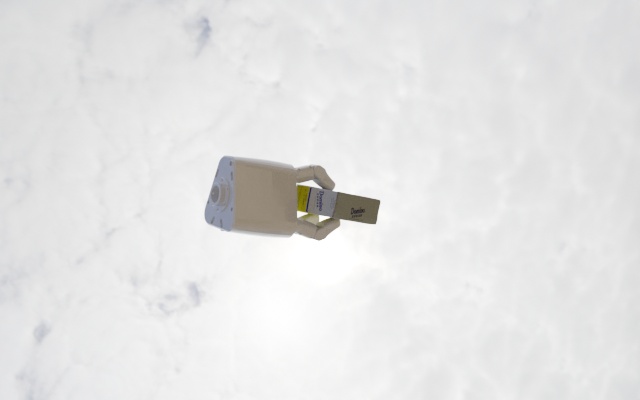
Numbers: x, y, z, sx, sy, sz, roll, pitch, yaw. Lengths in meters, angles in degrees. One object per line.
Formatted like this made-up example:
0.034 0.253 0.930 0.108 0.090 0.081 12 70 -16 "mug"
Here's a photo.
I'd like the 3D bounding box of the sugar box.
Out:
0.000 0.003 0.764 0.093 0.048 0.176 10 3 -40 "sugar box"
